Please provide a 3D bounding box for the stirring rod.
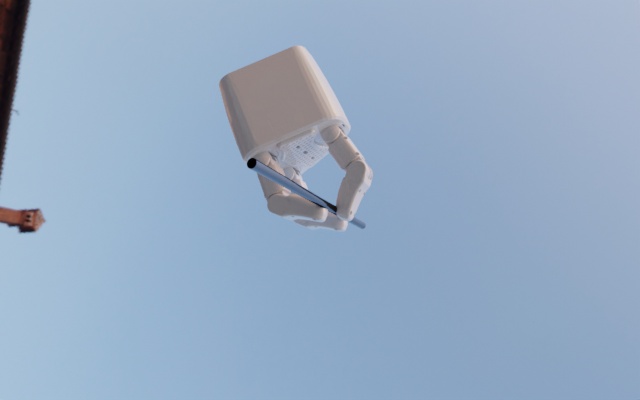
[{"bbox_3d":[0.000,0.001,0.438,0.011,0.011,0.239,0,-13,24],"label":"stirring rod"}]
